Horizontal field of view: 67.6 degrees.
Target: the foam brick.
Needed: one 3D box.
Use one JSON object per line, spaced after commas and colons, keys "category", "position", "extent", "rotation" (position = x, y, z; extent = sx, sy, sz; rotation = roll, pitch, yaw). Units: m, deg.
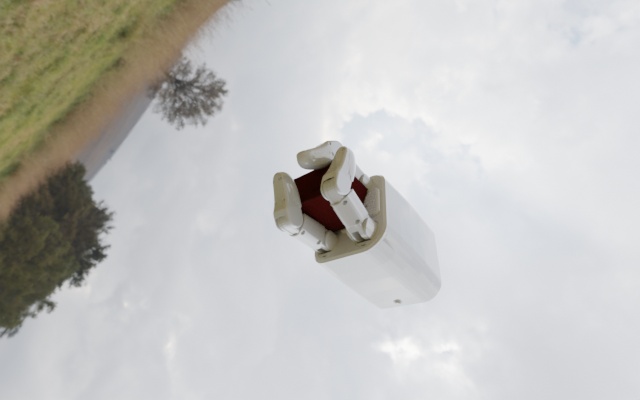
{"category": "foam brick", "position": [0.000, 0.002, 0.507], "extent": [0.078, 0.053, 0.051], "rotation": [-22, -54, 43]}
